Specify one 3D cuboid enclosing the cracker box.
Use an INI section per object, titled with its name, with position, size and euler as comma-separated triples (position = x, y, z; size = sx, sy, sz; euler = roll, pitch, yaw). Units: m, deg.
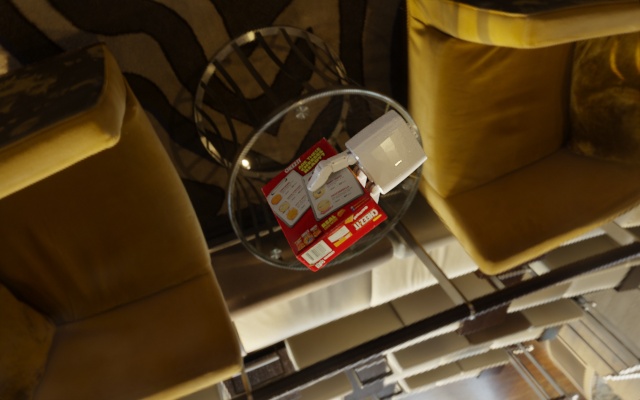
[cracker box]
position = 0.000, 0.003, 0.886
size = 0.072, 0.164, 0.213
euler = 47, 6, -42
